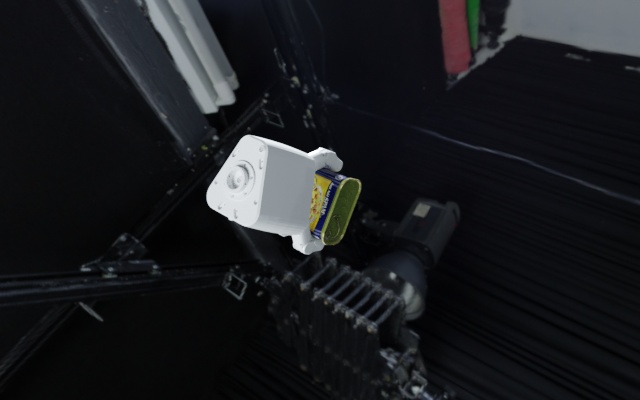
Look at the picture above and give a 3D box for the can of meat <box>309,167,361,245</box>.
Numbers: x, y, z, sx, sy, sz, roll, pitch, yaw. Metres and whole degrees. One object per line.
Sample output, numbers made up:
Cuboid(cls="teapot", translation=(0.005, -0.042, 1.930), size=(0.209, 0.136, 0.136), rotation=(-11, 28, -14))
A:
Cuboid(cls="can of meat", translation=(0.000, 0.002, 0.704), size=(0.084, 0.102, 0.057), rotation=(25, 10, 31))
